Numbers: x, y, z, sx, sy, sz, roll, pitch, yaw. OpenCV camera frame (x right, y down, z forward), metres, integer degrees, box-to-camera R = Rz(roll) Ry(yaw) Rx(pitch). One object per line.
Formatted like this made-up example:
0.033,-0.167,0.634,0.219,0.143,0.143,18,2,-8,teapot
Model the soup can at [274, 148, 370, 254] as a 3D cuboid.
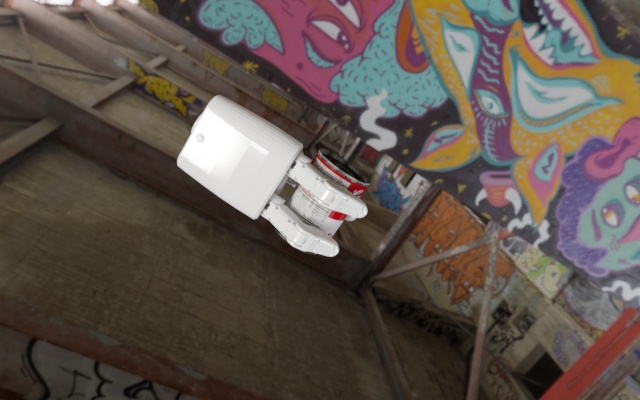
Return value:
0.000,0.002,0.543,0.068,0.102,0.068,31,16,-10,soup can
